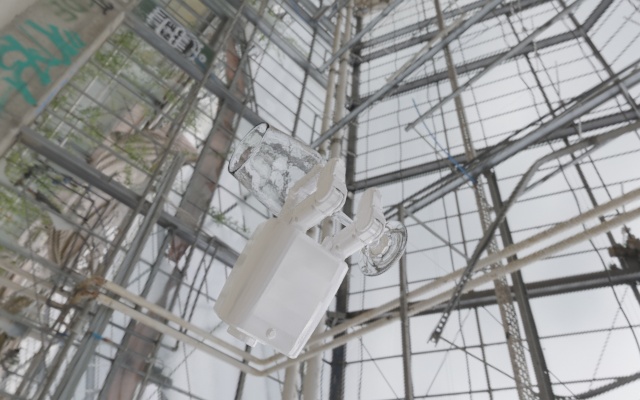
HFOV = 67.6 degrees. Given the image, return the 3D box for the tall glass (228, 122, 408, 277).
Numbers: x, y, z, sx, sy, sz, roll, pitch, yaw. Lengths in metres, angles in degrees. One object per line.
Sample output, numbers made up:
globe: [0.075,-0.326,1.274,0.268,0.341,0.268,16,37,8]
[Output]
tall glass: [0.001,0.002,0.507,0.201,0.079,0.079,37,-19,-26]
